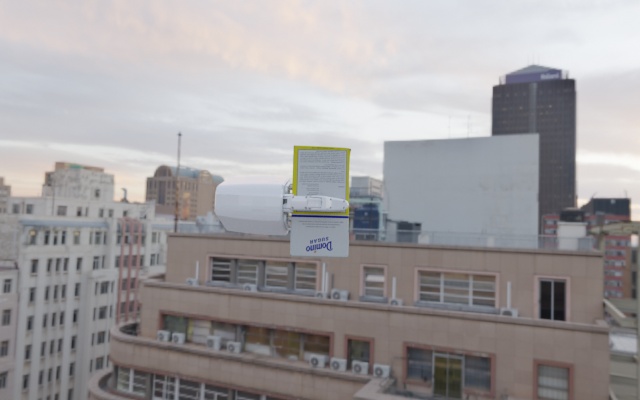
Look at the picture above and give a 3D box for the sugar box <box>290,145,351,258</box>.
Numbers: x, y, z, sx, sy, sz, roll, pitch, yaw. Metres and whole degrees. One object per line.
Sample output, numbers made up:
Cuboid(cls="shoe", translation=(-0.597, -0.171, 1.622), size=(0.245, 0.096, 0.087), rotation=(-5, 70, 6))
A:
Cuboid(cls="sugar box", translation=(0.000, 0.002, 0.767), size=(0.093, 0.176, 0.048), rotation=(2, -3, 0))
